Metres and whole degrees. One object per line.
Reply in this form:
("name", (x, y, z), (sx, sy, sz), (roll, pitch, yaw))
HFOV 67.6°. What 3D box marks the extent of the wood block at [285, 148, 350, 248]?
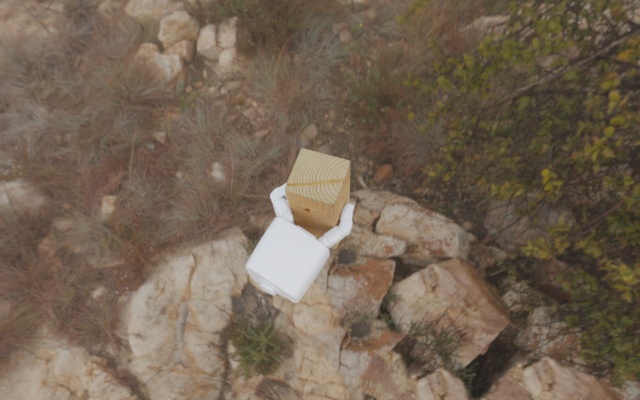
("wood block", (0.000, 0.003, 0.890), (0.091, 0.090, 0.206), (17, -24, 11))
